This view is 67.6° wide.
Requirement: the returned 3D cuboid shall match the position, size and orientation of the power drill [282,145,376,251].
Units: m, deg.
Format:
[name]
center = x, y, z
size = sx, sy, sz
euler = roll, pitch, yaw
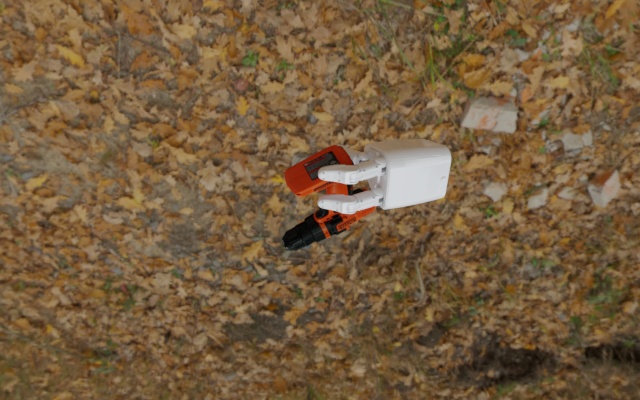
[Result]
[power drill]
center = 0.000, 0.002, 0.800
size = 0.184, 0.057, 0.188
euler = -30, -31, -4
